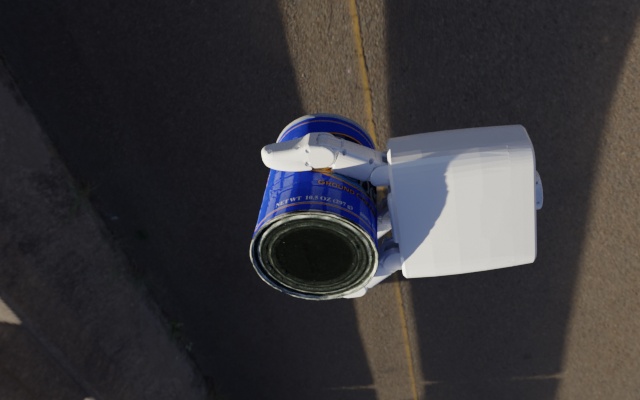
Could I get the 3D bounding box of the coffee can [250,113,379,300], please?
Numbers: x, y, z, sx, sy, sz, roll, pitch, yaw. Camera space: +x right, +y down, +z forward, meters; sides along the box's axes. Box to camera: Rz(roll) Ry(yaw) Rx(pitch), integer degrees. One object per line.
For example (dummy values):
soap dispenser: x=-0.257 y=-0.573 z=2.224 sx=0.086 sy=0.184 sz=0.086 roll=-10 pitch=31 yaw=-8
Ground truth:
coffee can: x=0.000 y=0.001 z=0.428 sx=0.103 sy=0.103 sz=0.140 roll=0 pitch=41 yaw=6
